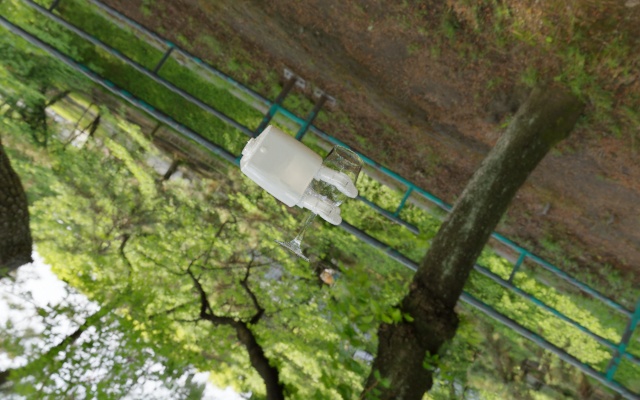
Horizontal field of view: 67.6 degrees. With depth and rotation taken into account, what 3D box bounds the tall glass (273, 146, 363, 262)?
[{"bbox_3d":[0.000,0.003,0.836,0.079,0.201,0.079,30,-11,6],"label":"tall glass"}]
